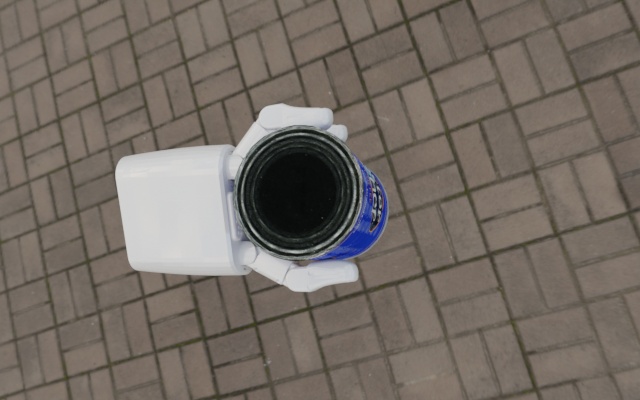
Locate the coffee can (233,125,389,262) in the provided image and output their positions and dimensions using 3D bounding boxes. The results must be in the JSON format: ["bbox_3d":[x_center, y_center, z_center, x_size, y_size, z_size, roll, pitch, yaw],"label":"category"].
[{"bbox_3d":[0.000,0.001,0.420,0.103,0.103,0.140,0,-6,15],"label":"coffee can"}]
